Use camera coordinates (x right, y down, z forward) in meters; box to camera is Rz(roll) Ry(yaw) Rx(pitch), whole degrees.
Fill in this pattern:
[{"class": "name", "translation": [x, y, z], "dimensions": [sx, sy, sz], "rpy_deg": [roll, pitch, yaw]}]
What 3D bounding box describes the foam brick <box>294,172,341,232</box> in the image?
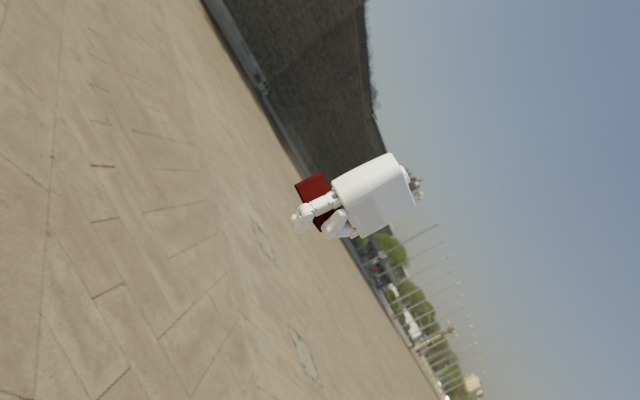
[{"class": "foam brick", "translation": [0.000, 0.002, 0.791], "dimensions": [0.051, 0.078, 0.053], "rpy_deg": [-29, -29, 2]}]
